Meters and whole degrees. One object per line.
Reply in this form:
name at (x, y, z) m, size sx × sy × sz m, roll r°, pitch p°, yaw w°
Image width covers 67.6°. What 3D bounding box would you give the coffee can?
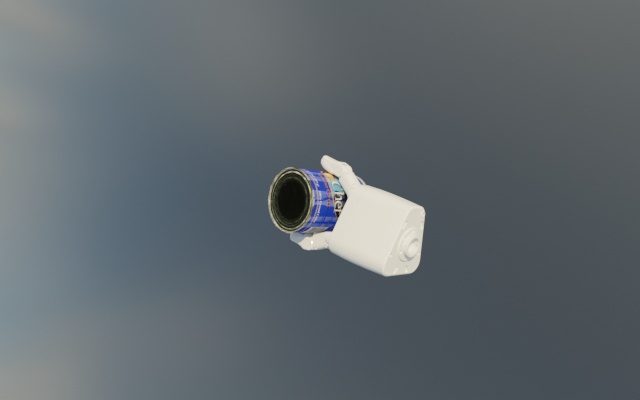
coffee can at (0.000, 0.002, 0.787) m, size 0.103 × 0.103 × 0.140 m, roll 0°, pitch -2°, yaw 44°
